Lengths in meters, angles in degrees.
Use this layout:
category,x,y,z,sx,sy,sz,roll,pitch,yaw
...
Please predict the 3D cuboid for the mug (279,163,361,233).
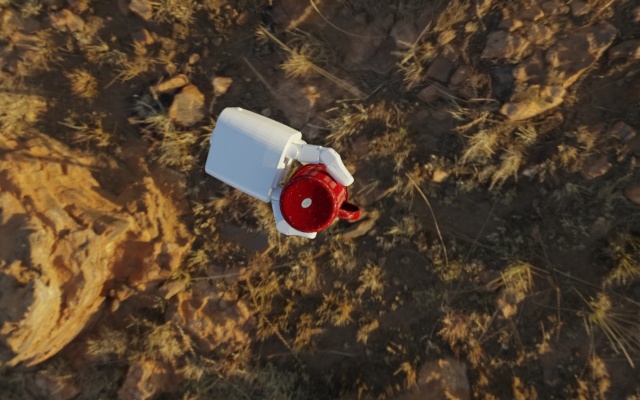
category,x,y,z,sx,sy,sz,roll,pitch,yaw
mug,0.001,0.003,0.675,0.117,0.093,0.081,22,16,4
